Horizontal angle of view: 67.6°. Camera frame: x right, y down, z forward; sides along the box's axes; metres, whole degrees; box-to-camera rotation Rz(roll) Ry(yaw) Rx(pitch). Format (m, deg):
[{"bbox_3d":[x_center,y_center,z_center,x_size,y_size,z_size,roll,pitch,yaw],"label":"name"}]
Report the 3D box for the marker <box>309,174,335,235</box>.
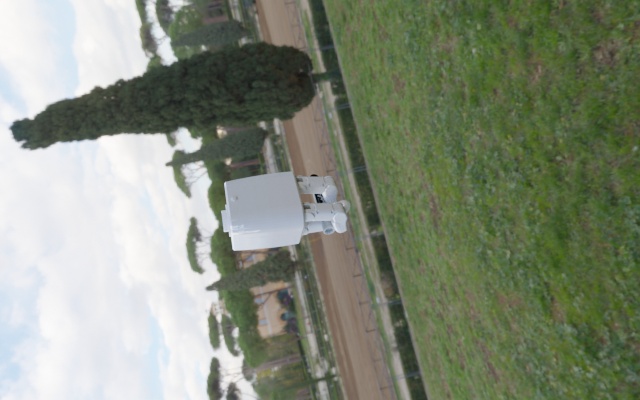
[{"bbox_3d":[0.000,0.003,0.774,0.020,0.121,0.020,-10,-40,-8],"label":"marker"}]
